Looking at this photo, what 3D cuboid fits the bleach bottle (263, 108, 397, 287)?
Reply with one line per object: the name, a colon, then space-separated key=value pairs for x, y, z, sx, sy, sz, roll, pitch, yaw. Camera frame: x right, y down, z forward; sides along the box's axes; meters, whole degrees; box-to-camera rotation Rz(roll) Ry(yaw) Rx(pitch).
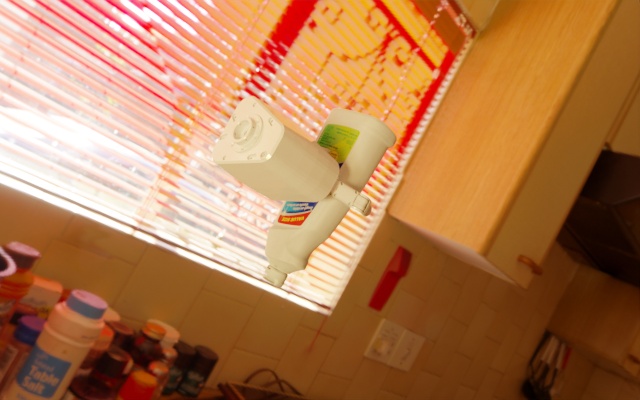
bleach bottle: x=0.000 y=0.002 z=0.642 sx=0.102 sy=0.251 sz=0.068 roll=24 pitch=-6 yaw=44
